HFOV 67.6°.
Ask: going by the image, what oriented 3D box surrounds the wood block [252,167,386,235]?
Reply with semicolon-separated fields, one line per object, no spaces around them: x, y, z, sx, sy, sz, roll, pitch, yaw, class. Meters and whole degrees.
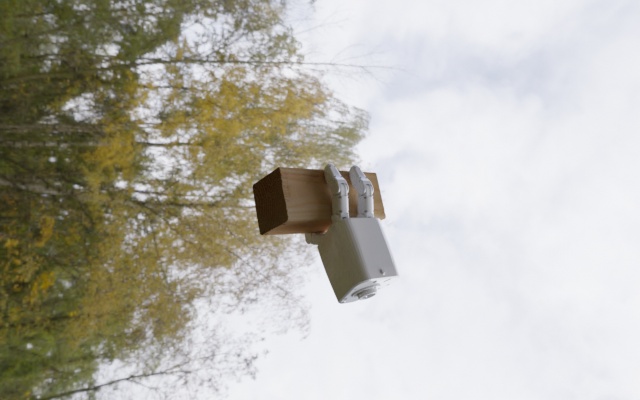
0.000;0.003;0.816;0.206;0.090;0.091;1;-19;-38;wood block
